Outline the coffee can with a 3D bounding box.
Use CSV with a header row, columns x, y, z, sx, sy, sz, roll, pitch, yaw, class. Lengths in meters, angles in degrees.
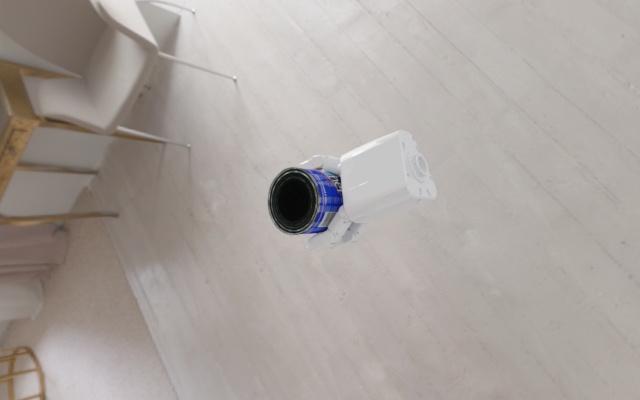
x,y,z,sx,sy,sz,roll,pitch,yaw,class
0.000,0.003,0.764,0.103,0.103,0.140,0,-1,37,coffee can
